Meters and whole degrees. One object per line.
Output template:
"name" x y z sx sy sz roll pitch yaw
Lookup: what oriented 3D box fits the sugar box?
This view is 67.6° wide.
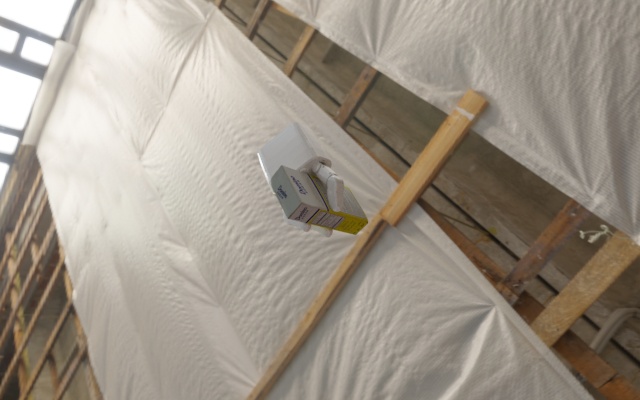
"sugar box" 0.000 0.003 0.833 0.176 0.093 0.048 14 -54 -43
